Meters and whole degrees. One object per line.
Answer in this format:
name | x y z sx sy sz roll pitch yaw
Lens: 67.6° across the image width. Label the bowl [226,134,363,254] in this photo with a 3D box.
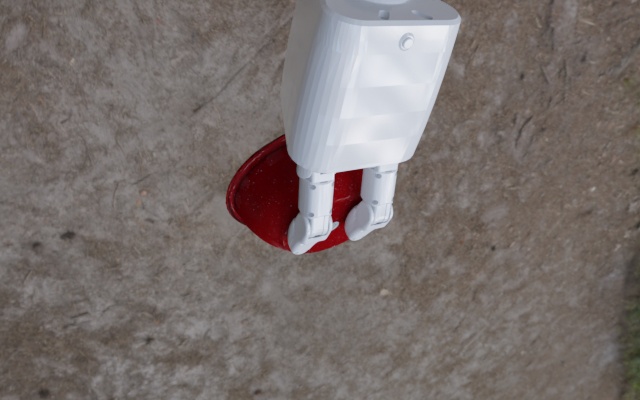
bowl | 0.000 0.002 0.433 0.162 0.055 0.162 -19 -28 -10
